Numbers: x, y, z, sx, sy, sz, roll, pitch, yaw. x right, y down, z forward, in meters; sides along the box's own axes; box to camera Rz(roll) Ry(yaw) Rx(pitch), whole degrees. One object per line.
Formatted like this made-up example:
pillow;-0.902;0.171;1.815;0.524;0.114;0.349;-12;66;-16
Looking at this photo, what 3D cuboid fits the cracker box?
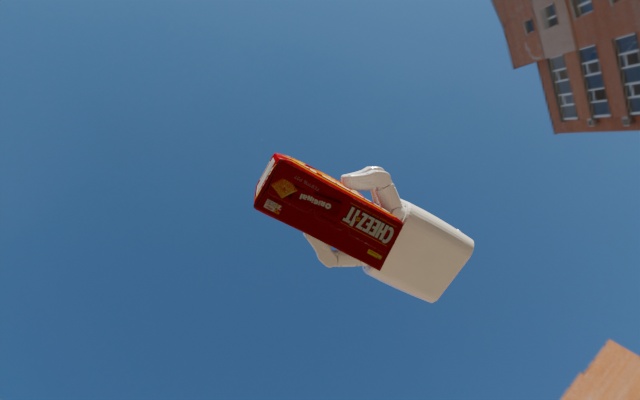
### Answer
cracker box;0.000;0.002;0.631;0.164;0.072;0.213;27;3;-10
